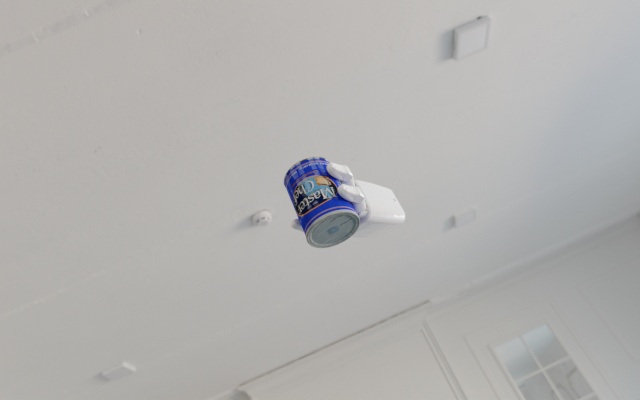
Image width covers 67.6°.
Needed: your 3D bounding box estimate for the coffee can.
[{"bbox_3d":[0.000,0.003,0.893,0.103,0.140,0.103,-16,-36,-12],"label":"coffee can"}]
